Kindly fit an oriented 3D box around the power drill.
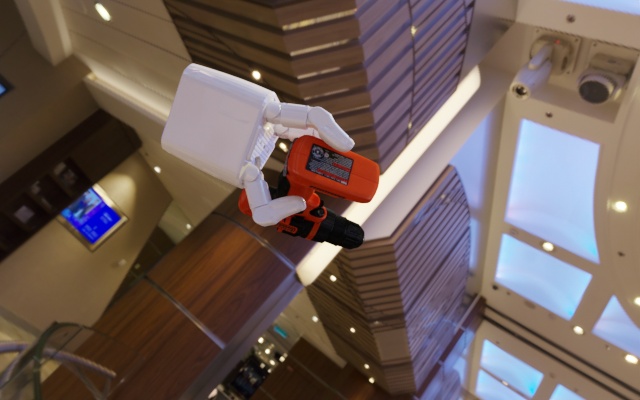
[{"bbox_3d":[0.000,0.002,0.600,0.184,0.057,0.188,19,-27,-13],"label":"power drill"}]
